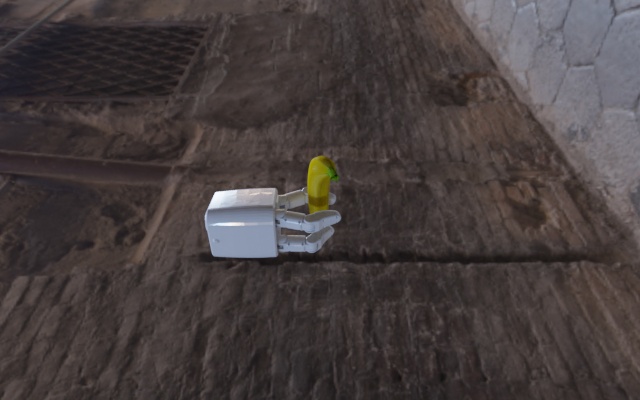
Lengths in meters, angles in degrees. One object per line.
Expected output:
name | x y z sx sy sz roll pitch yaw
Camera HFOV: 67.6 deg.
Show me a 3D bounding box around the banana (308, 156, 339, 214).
banana | -0.001 -0.016 0.752 0.037 0.069 0.198 -2 -26 -5
